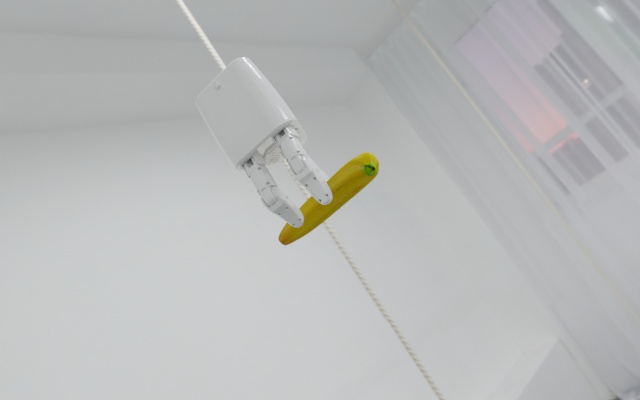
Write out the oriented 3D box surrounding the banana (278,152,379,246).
[{"bbox_3d":[0.013,-0.006,0.589,0.069,0.037,0.198,-30,-9,-45],"label":"banana"}]
